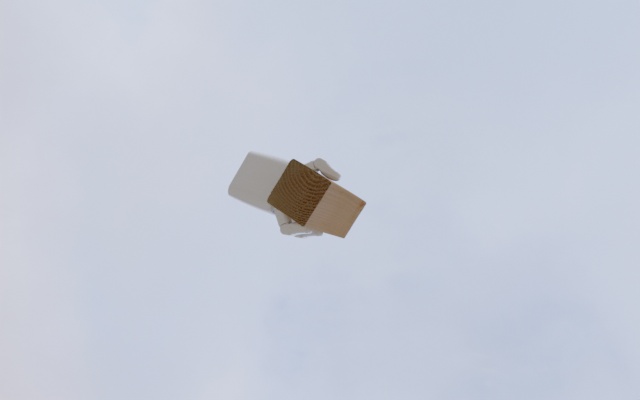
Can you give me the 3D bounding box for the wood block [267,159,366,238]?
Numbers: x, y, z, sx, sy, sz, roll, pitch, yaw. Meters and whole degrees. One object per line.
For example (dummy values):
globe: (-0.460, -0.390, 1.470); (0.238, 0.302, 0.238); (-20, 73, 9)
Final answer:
wood block: (0.000, 0.002, 0.896); (0.090, 0.091, 0.206); (33, 4, 24)
